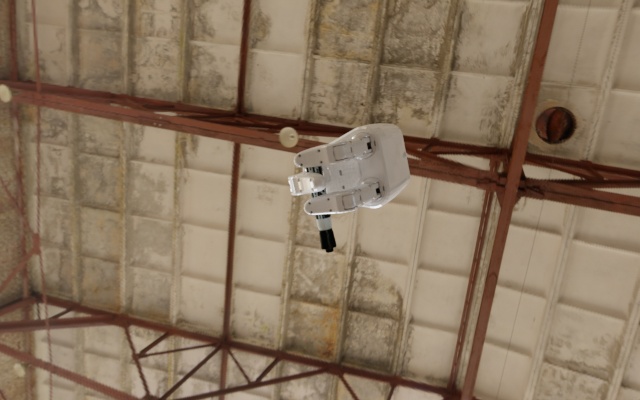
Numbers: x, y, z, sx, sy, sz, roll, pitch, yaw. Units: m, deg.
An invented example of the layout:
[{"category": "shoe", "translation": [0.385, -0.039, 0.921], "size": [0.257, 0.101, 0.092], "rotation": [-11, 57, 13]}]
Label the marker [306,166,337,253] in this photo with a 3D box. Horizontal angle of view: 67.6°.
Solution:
[{"category": "marker", "translation": [0.000, 0.002, 0.554], "size": [0.020, 0.121, 0.020], "rotation": [-11, 8, 2]}]
